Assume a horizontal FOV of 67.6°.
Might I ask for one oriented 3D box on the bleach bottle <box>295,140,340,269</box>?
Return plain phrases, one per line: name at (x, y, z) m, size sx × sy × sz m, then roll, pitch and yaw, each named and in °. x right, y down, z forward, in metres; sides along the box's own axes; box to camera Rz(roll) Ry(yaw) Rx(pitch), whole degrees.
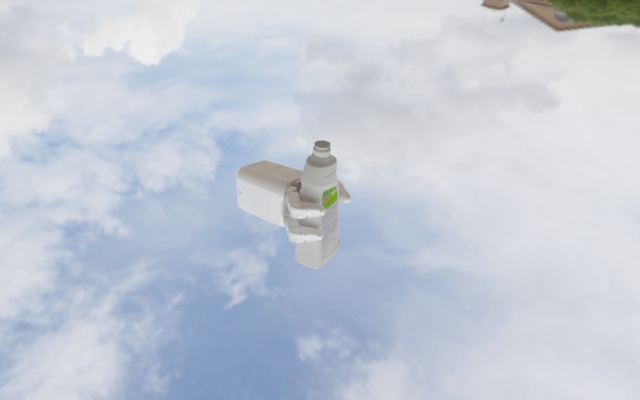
bleach bottle at (0.000, 0.003, 0.881) m, size 0.068 × 0.251 × 0.102 m, roll 20°, pitch 38°, yaw 21°
